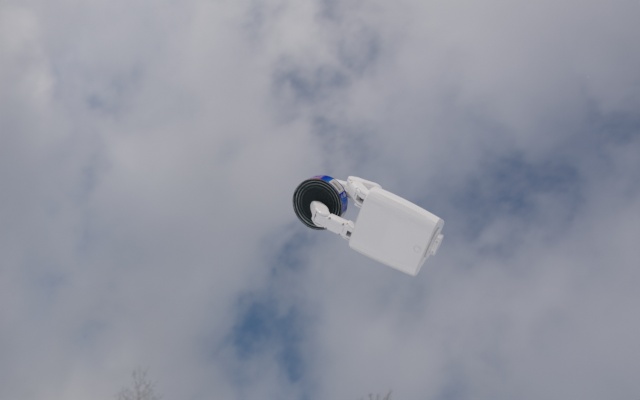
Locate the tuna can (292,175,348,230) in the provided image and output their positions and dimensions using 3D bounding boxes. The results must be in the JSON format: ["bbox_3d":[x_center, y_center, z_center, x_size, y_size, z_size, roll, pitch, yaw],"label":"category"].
[{"bbox_3d":[0.000,0.002,0.774,0.086,0.086,0.033,0,15,24],"label":"tuna can"}]
